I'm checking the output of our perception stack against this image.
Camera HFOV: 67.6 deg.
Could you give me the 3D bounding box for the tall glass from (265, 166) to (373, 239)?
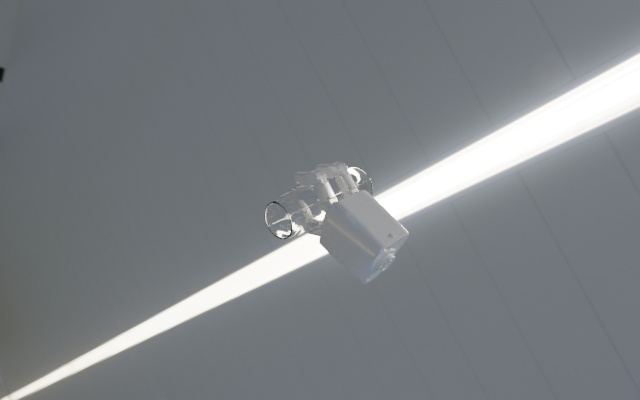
[{"bbox_3d":[0.000,0.002,0.808,0.079,0.079,0.201,0,17,45],"label":"tall glass"}]
